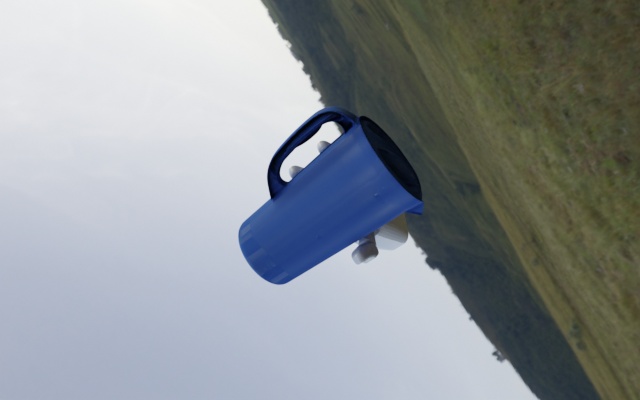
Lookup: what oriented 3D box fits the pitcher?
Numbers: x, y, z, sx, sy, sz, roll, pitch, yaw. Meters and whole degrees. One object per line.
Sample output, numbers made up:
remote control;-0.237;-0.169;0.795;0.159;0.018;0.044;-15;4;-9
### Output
pitcher;0.000;0.002;0.637;0.243;0.149;0.145;-37;-28;21
